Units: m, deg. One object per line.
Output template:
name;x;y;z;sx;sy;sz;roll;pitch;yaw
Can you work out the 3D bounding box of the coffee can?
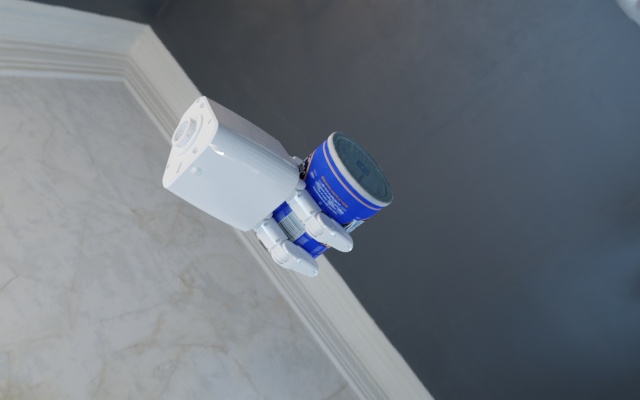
coffee can;0.000;0.002;0.570;0.140;0.102;0.103;-40;-19;25
